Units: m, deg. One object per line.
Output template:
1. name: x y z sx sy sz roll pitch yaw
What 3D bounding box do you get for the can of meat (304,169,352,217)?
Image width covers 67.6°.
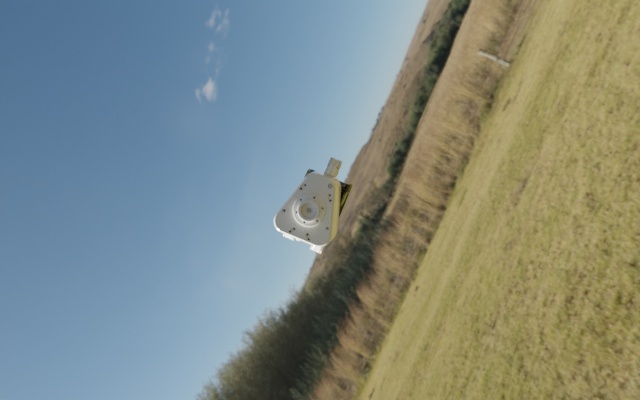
1. can of meat: 0.000 0.003 0.862 0.084 0.102 0.057 22 6 4
